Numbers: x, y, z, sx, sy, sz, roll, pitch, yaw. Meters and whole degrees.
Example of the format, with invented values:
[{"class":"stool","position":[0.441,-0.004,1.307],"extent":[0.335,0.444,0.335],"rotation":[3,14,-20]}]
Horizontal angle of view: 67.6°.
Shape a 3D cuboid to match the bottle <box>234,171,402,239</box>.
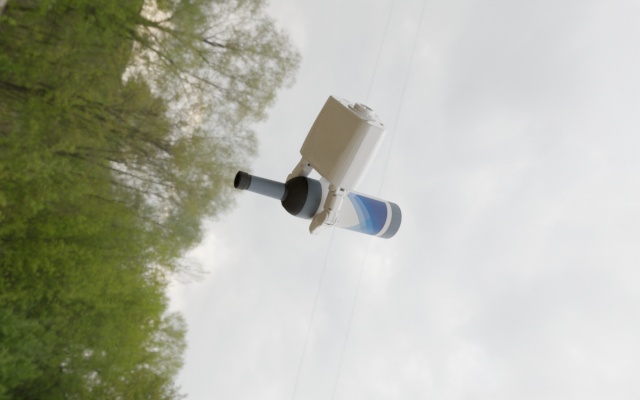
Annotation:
[{"class":"bottle","position":[0.000,0.003,0.779],"extent":[0.296,0.069,0.069],"rotation":[15,-8,-30]}]
